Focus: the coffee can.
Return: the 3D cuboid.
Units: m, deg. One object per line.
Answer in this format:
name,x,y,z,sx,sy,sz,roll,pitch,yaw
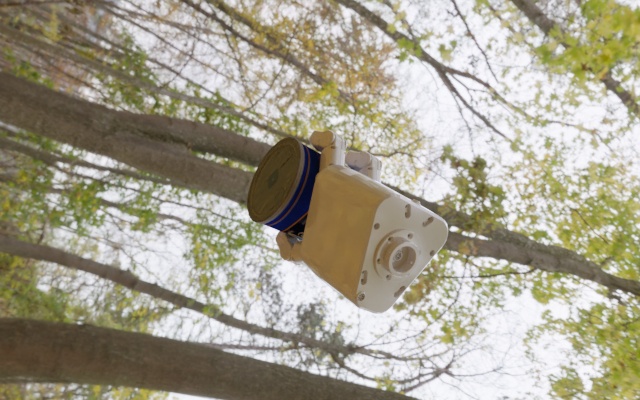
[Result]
coffee can,0.000,0.002,0.562,0.140,0.102,0.103,26,-14,-31
